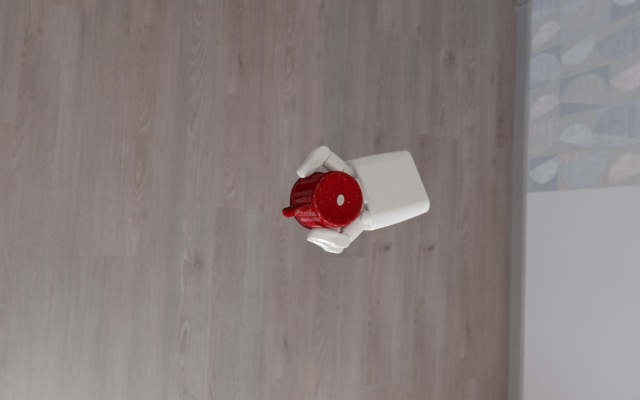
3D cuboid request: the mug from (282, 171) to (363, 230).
[{"bbox_3d":[-0.001,0.003,0.704,0.117,0.093,0.081,-15,3,-23],"label":"mug"}]
